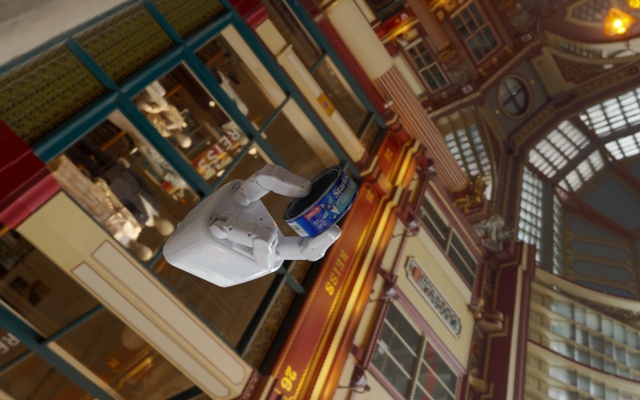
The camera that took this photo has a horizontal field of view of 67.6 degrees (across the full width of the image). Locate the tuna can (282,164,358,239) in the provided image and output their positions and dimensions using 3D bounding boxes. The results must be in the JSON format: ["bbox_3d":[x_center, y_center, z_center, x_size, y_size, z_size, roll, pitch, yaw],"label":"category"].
[{"bbox_3d":[0.001,0.002,0.527,0.034,0.086,0.086,46,-15,-15],"label":"tuna can"}]
